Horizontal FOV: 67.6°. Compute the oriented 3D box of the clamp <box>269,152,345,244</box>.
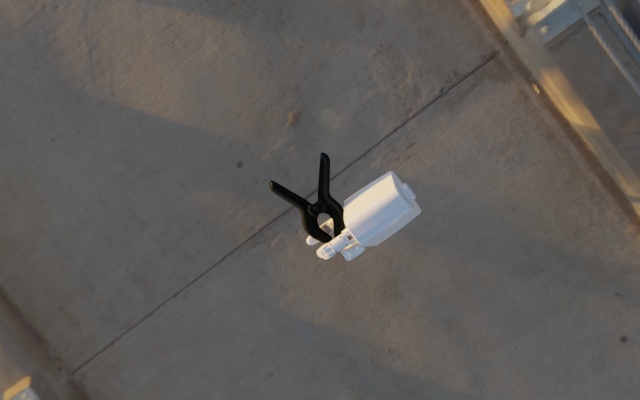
[{"bbox_3d":[0.000,0.003,0.855,0.120,0.171,0.039,-37,1,17],"label":"clamp"}]
